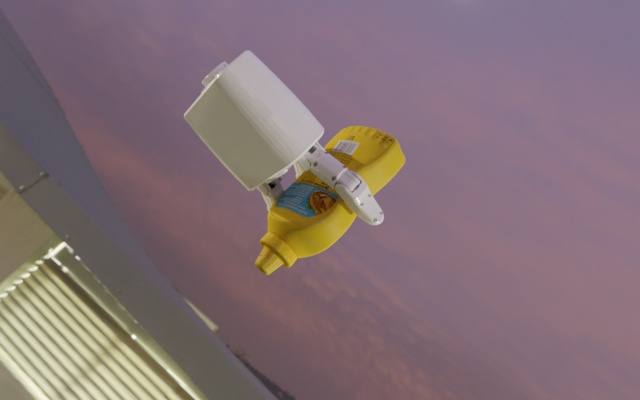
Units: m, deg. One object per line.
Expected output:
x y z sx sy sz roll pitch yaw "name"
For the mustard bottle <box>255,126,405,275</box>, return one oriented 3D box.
0.000 0.002 0.509 0.096 0.191 0.058 19 -31 47 "mustard bottle"
